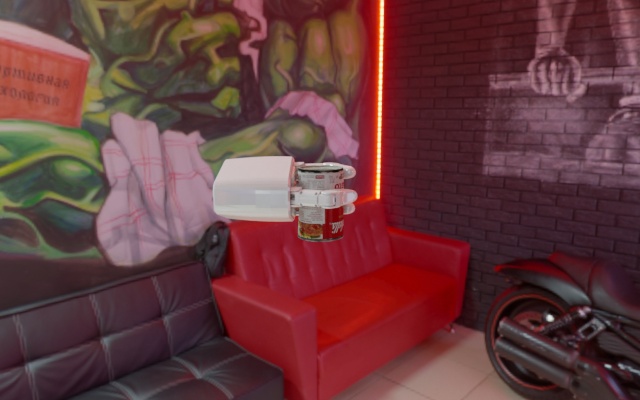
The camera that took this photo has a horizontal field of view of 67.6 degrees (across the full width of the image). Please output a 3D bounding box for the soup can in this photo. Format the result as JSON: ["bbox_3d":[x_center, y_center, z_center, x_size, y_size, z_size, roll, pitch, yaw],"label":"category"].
[{"bbox_3d":[0.001,0.002,0.694,0.068,0.102,0.068,0,11,0],"label":"soup can"}]
